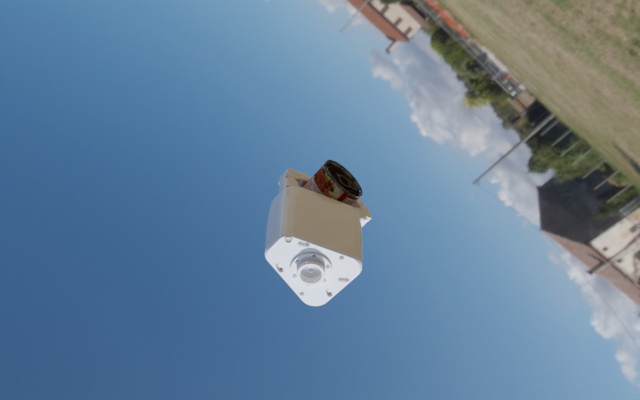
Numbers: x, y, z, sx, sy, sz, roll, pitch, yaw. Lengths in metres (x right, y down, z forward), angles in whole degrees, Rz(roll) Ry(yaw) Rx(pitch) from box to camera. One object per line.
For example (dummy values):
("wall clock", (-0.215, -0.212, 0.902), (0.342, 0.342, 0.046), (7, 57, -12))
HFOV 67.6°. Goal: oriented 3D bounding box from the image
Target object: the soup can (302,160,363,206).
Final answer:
("soup can", (0.000, 0.002, 0.671), (0.102, 0.068, 0.068), (-45, -22, 23))
